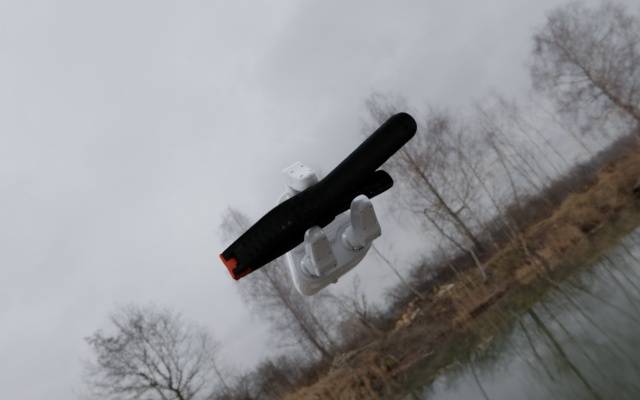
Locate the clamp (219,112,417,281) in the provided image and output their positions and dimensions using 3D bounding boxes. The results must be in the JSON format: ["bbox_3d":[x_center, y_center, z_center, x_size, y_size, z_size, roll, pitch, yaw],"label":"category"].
[{"bbox_3d":[-0.001,0.001,0.450,0.210,0.036,0.165,-32,-15,-15],"label":"clamp"}]
